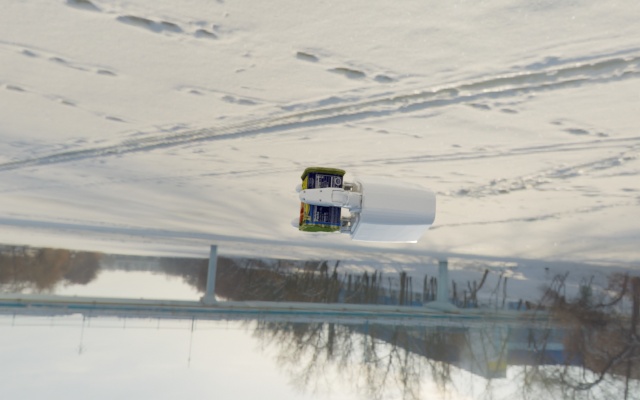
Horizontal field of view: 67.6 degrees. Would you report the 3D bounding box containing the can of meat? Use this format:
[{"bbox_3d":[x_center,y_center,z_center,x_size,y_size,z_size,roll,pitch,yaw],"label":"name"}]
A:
[{"bbox_3d":[0.000,0.003,0.694,0.057,0.084,0.102,5,-8,-8],"label":"can of meat"}]
